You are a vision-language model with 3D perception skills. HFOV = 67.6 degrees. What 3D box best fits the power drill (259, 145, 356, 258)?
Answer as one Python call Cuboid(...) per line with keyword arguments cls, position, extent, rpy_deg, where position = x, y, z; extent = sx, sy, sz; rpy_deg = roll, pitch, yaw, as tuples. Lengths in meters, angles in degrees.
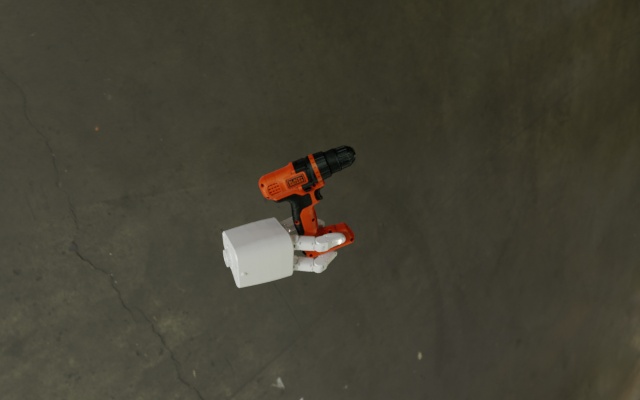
Cuboid(cls="power drill", position=(0.000, 0.003, 0.896), extent=(0.184, 0.188, 0.057), rpy_deg=(-21, 23, 2))
